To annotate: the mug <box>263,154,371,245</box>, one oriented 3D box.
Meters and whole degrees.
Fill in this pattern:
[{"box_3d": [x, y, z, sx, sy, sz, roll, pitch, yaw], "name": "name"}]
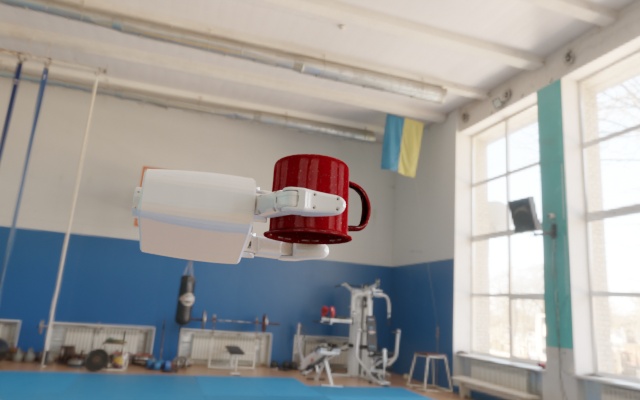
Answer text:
[{"box_3d": [0.001, 0.002, 0.510, 0.117, 0.081, 0.093, 7, -13, -17], "name": "mug"}]
